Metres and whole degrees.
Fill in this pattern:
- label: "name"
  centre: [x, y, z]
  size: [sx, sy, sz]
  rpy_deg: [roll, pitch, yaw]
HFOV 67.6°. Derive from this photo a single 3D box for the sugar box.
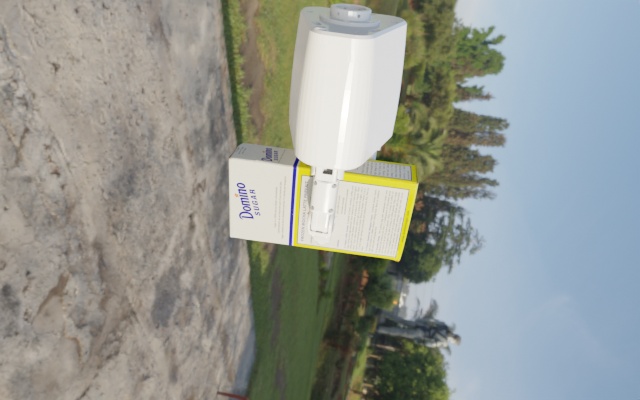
- label: "sugar box"
  centre: [0.000, 0.001, 0.473]
  size: [0.176, 0.093, 0.048]
  rpy_deg: [10, 31, 6]
